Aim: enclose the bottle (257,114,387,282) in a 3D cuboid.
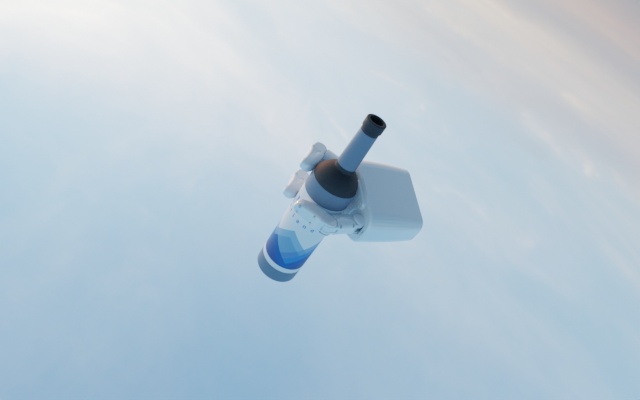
[{"bbox_3d":[0.000,0.002,0.657,0.069,0.069,0.296,0,-42,-38],"label":"bottle"}]
